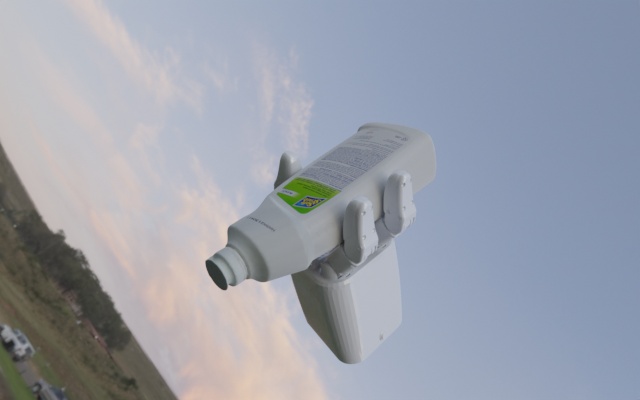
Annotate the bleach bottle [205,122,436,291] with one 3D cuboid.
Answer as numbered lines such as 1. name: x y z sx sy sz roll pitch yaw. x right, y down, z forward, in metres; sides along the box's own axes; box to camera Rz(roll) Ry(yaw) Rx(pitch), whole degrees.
1. bleach bottle: 0.000 0.001 0.447 0.250 0.068 0.102 -32 32 -35
